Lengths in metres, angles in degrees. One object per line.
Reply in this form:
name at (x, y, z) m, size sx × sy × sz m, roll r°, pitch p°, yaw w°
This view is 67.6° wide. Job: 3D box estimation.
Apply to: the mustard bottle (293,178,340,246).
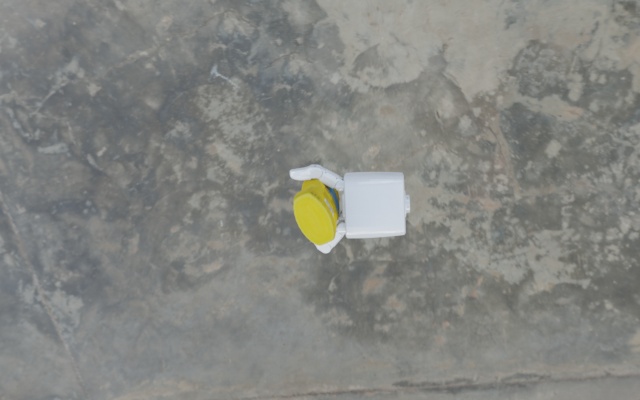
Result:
mustard bottle at (0.000, 0.003, 0.871) m, size 0.058 × 0.096 × 0.191 m, roll -26°, pitch 14°, yaw 15°
